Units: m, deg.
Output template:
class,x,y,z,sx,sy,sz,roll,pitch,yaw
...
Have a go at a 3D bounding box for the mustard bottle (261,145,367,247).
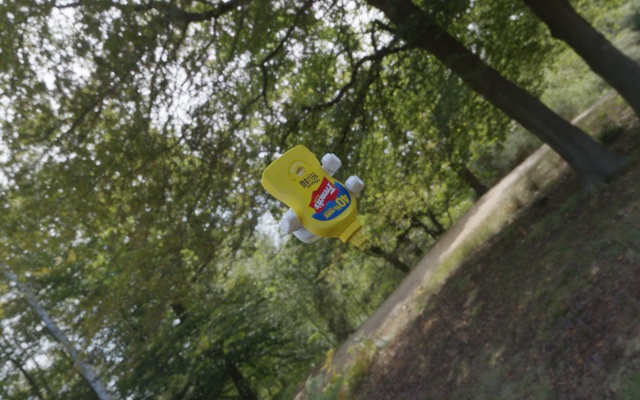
class,x,y,z,sx,sy,sz,roll,pitch,yaw
mustard bottle,0.000,0.002,0.771,0.096,0.191,0.058,-39,-13,-29
